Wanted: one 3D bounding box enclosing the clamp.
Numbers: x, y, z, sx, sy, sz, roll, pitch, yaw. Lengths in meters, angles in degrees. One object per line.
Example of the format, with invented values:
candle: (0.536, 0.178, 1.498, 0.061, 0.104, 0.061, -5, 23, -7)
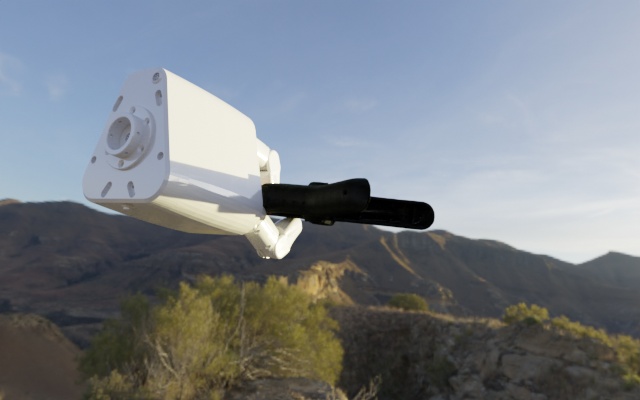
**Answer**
clamp: (0.000, 0.001, 0.411, 0.171, 0.039, 0.120, 1, -15, 29)
